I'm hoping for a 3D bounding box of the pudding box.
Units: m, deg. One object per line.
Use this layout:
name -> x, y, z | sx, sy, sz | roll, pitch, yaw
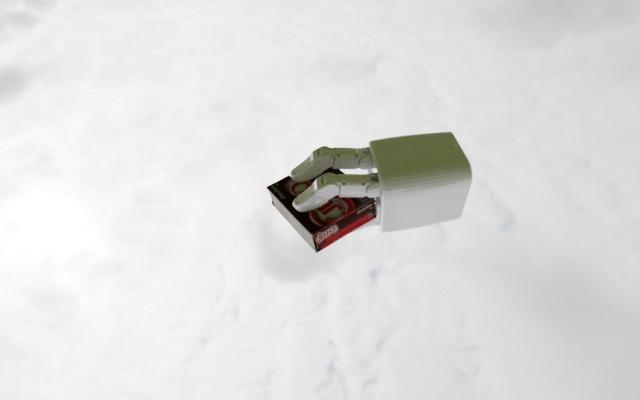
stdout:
pudding box -> 0.000, 0.002, 0.589 | 0.090, 0.039, 0.113 | -29, 43, -20
